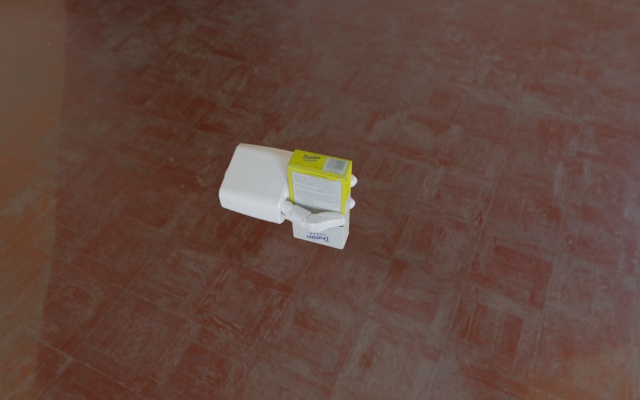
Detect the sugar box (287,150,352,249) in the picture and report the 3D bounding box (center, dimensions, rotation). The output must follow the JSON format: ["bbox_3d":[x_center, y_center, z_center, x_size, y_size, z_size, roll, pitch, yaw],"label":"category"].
[{"bbox_3d":[0.000,0.002,0.773,0.093,0.048,0.176,14,-37,12],"label":"sugar box"}]
